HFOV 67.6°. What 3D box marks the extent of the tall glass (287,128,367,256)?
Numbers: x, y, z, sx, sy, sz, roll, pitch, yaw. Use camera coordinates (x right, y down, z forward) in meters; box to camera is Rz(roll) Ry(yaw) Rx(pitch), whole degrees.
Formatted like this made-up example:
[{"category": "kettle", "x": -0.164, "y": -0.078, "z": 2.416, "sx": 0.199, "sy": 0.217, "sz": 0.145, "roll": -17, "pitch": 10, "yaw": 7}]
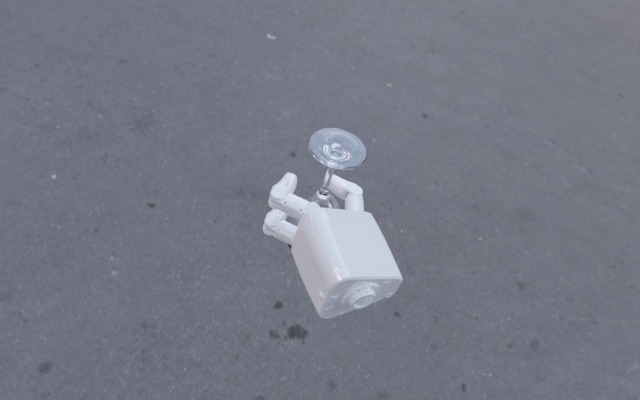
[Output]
[{"category": "tall glass", "x": 0.000, "y": 0.002, "z": 0.655, "sx": 0.079, "sy": 0.079, "sz": 0.201, "roll": 0, "pitch": -42, "yaw": -17}]
